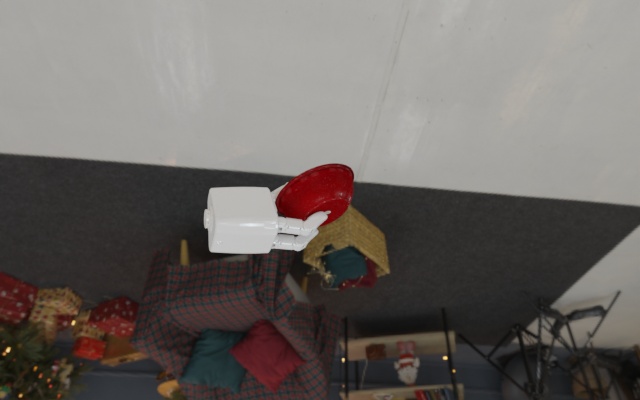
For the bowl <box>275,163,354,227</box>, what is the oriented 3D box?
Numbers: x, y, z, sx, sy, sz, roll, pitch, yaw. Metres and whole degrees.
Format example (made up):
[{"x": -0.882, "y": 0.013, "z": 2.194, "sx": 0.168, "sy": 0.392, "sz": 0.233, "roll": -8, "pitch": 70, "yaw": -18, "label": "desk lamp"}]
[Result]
[{"x": 0.002, "y": 0.003, "z": 0.888, "sx": 0.162, "sy": 0.055, "sz": 0.162, "roll": -21, "pitch": -28, "yaw": -12, "label": "bowl"}]
